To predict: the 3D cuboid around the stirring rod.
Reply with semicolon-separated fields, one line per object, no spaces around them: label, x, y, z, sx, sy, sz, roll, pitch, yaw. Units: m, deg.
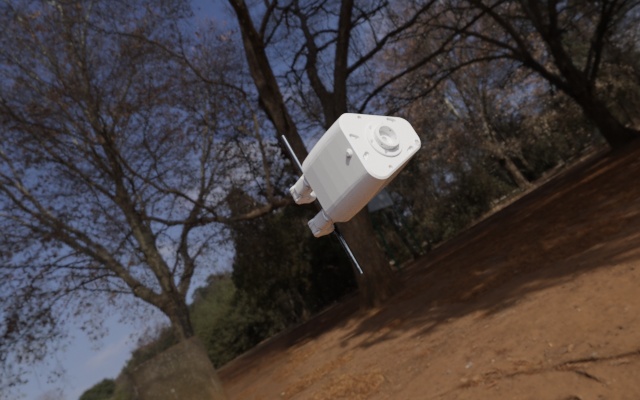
stirring rod;0.000;0.002;0.705;0.011;0.239;0.011;-28;-15;-8
